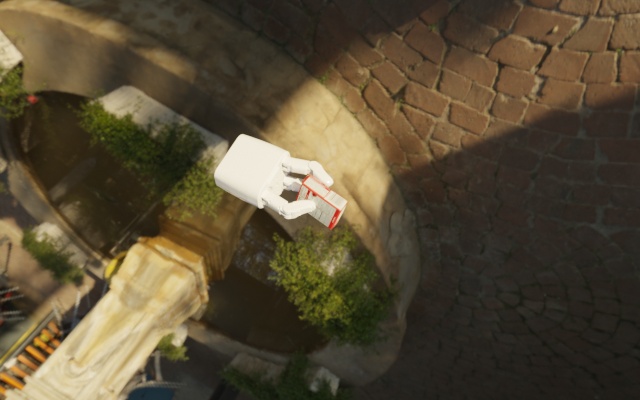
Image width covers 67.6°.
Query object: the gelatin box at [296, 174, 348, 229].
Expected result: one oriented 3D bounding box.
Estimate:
[{"bbox_3d":[0.000,0.003,0.878,0.089,0.030,0.073,36,-33,9],"label":"gelatin box"}]
